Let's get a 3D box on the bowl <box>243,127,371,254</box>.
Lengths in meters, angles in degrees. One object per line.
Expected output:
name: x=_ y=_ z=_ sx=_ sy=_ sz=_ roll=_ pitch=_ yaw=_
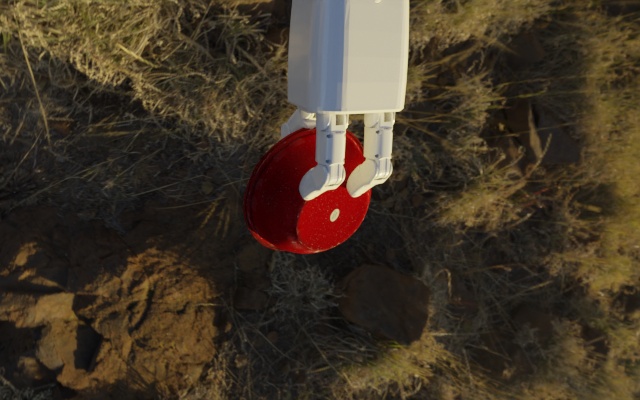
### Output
bowl: x=0.000 y=0.003 z=0.524 sx=0.162 sy=0.162 sz=0.055 roll=0 pitch=30 yaw=-37
